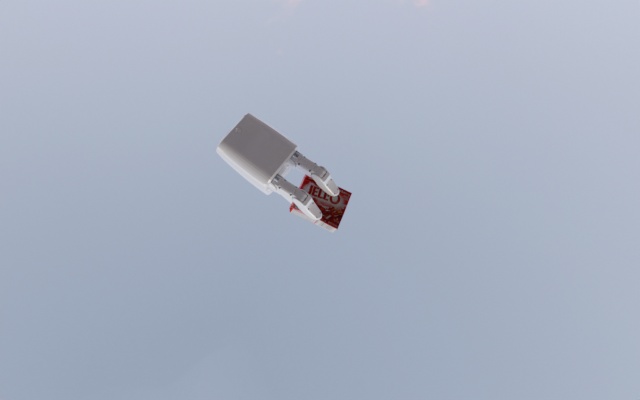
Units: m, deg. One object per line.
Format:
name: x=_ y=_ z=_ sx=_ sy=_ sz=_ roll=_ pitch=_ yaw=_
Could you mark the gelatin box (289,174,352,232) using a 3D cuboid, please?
gelatin box: x=0.000 y=0.003 z=0.824 sx=0.089 sy=0.073 sz=0.030 roll=26 pitch=-22 yaw=-8
